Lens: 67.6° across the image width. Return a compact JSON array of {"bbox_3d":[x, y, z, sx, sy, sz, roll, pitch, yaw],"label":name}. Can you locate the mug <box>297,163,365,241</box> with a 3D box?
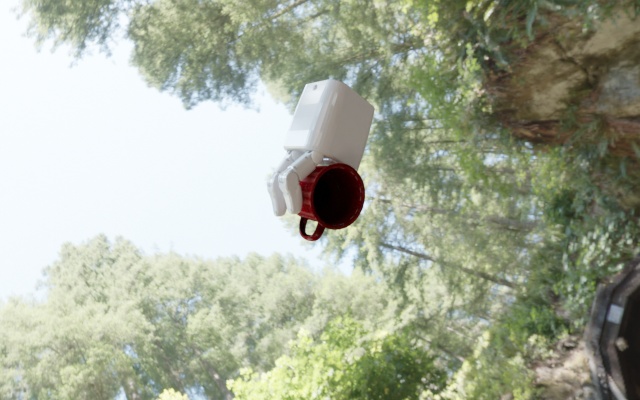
[{"bbox_3d":[0.000,0.004,0.690,0.093,0.117,0.081,21,-6,-33],"label":"mug"}]
